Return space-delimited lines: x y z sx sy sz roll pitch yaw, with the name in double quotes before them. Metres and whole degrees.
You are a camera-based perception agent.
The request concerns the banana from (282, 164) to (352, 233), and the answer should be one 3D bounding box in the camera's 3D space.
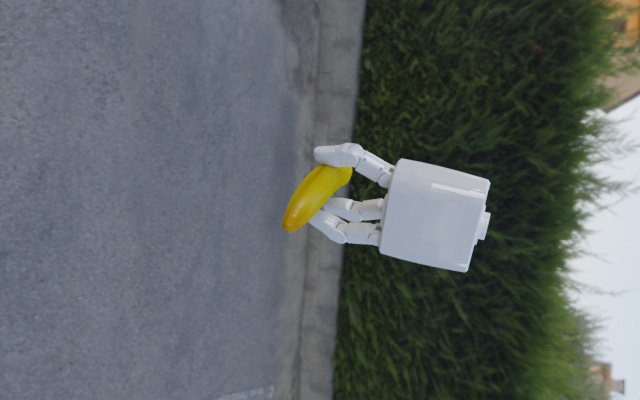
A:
"banana" 0.006 -0.016 0.595 0.037 0.070 0.197 20 18 14
